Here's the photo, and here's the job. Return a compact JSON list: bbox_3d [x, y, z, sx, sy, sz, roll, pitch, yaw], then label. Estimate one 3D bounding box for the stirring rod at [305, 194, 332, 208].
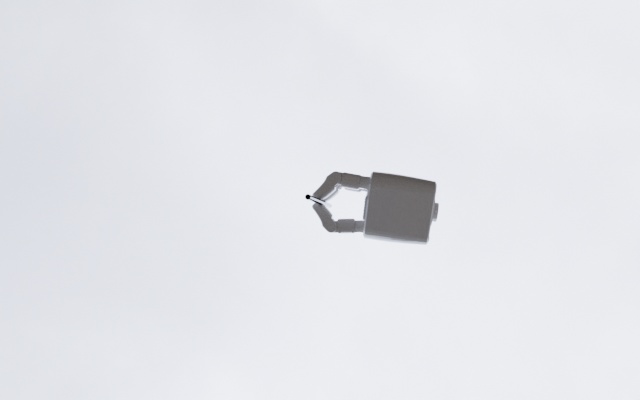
[{"bbox_3d":[0.000,0.003,0.797,0.011,0.011,0.239,0,-4,9],"label":"stirring rod"}]
